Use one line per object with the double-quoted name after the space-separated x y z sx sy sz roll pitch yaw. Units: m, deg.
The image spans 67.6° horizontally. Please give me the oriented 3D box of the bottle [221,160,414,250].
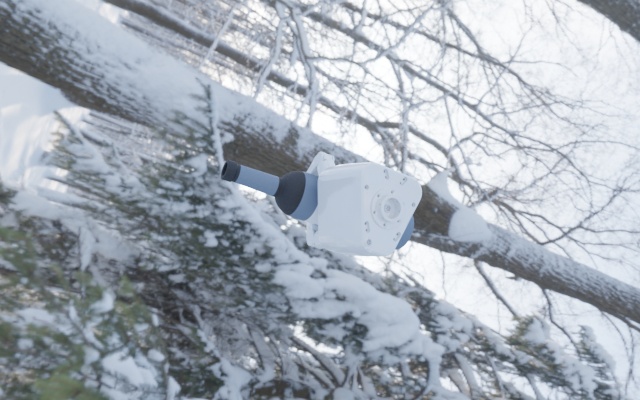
0.000 0.002 0.687 0.296 0.069 0.069 19 -9 -26 "bottle"
